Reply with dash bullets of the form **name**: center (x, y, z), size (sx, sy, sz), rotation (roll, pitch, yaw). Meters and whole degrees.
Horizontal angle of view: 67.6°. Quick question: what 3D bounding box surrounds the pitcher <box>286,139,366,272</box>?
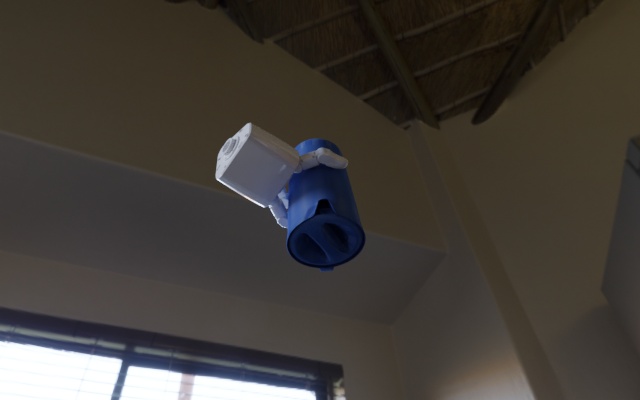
- **pitcher**: center (0.000, 0.003, 0.891), size (0.145, 0.242, 0.149), rotation (31, -58, -29)
